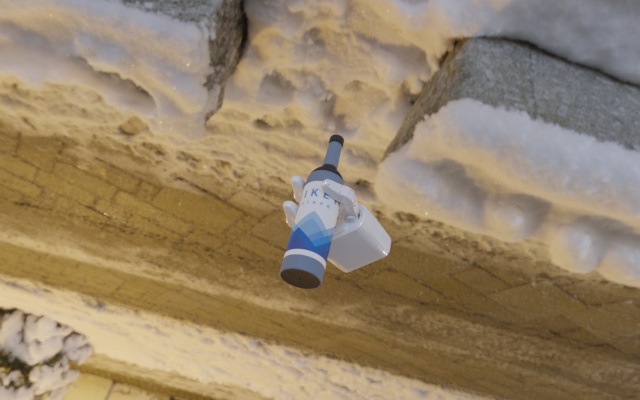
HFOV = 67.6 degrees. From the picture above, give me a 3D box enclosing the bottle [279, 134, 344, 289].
[{"bbox_3d":[0.000,0.003,0.808,0.069,0.295,0.069,10,-35,7],"label":"bottle"}]
